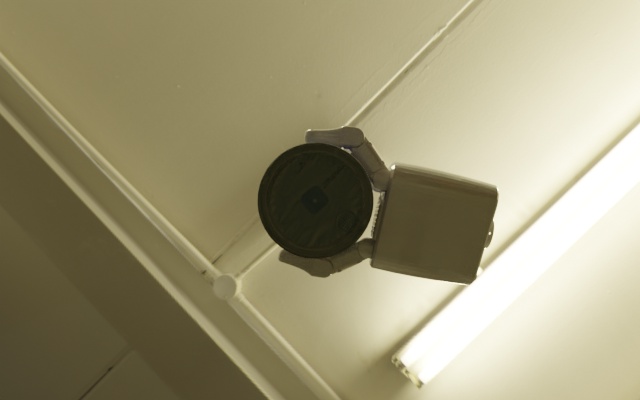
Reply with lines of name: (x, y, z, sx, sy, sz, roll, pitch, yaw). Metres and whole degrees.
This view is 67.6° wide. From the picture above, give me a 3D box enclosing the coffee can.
coffee can: (0.000, 0.002, 0.487, 0.103, 0.103, 0.140, 0, -1, 4)
